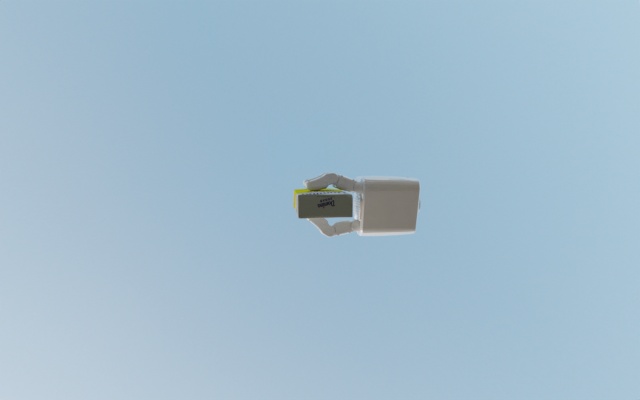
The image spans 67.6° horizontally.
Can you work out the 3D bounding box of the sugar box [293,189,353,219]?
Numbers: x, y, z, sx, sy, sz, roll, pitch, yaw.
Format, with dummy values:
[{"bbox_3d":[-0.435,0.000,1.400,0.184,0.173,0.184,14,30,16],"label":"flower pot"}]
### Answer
[{"bbox_3d":[0.000,0.002,0.861,0.093,0.048,0.176,-1,2,-6],"label":"sugar box"}]
